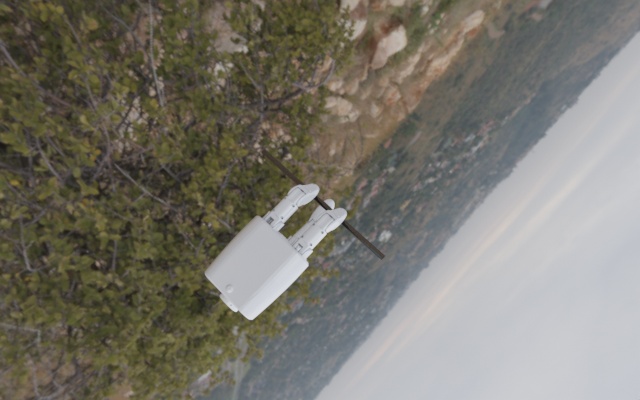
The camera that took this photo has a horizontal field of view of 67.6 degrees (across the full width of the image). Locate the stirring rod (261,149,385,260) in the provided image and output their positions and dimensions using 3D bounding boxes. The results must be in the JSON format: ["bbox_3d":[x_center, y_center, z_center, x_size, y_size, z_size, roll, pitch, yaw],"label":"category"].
[{"bbox_3d":[0.000,0.002,0.693,0.239,0.011,0.011,42,13,15],"label":"stirring rod"}]
